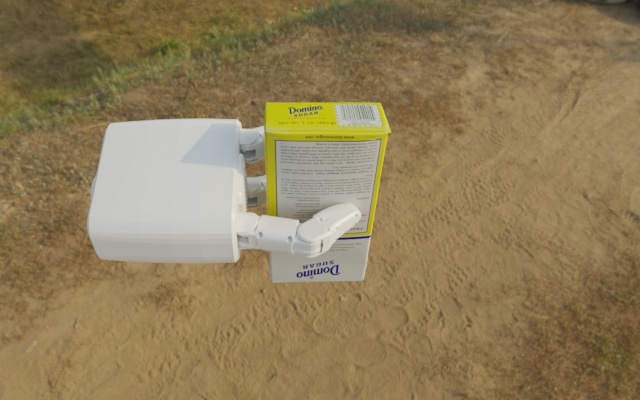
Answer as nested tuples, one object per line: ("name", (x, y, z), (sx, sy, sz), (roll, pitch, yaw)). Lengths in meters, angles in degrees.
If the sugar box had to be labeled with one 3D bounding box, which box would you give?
("sugar box", (0.000, 0.001, 0.413), (0.093, 0.048, 0.176), (0, -45, -5))
